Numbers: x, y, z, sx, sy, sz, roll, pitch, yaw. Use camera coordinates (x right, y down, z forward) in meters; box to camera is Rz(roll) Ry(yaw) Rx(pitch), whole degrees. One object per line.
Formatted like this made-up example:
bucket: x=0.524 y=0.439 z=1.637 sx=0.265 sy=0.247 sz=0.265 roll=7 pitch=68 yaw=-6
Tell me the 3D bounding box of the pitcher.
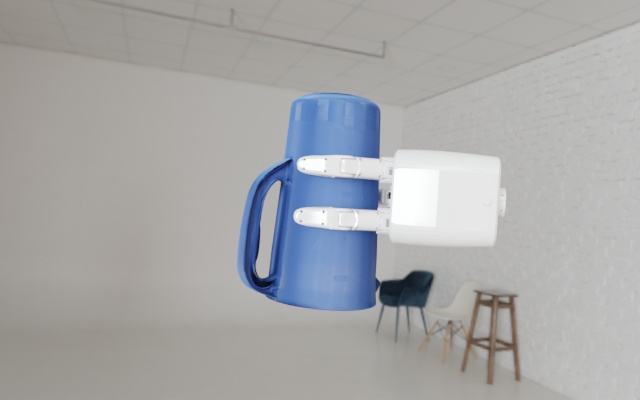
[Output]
pitcher: x=0.000 y=0.002 z=0.563 sx=0.145 sy=0.243 sz=0.149 roll=4 pitch=-1 yaw=16
